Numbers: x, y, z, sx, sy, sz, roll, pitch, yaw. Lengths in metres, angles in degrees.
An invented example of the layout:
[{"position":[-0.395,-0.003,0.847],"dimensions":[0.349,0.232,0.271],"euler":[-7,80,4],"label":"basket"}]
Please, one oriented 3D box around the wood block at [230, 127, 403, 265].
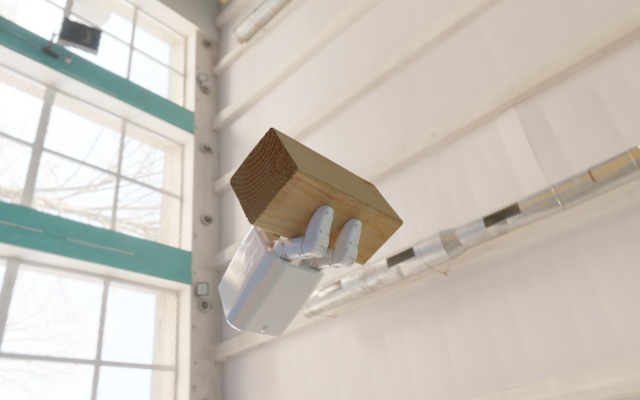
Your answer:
[{"position":[0.000,0.002,0.616],"dimensions":[0.206,0.090,0.090],"euler":[25,22,-43],"label":"wood block"}]
